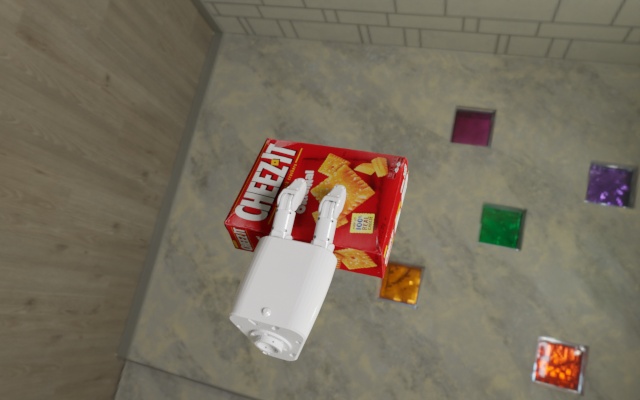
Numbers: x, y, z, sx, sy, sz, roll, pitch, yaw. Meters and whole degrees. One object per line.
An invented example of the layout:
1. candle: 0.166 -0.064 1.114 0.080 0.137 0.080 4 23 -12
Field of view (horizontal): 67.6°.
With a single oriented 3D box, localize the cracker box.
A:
1. cracker box: 0.000 0.002 0.657 0.213 0.164 0.072 10 -36 16
